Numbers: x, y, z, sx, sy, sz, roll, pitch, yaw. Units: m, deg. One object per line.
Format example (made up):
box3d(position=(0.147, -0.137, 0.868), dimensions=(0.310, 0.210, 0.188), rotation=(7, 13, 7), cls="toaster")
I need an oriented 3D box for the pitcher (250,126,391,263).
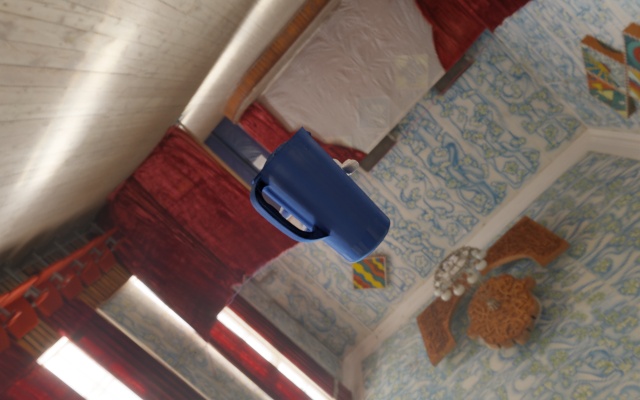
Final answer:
box3d(position=(0.000, 0.003, 0.846), dimensions=(0.243, 0.149, 0.145), rotation=(43, 9, -7), cls="pitcher")
